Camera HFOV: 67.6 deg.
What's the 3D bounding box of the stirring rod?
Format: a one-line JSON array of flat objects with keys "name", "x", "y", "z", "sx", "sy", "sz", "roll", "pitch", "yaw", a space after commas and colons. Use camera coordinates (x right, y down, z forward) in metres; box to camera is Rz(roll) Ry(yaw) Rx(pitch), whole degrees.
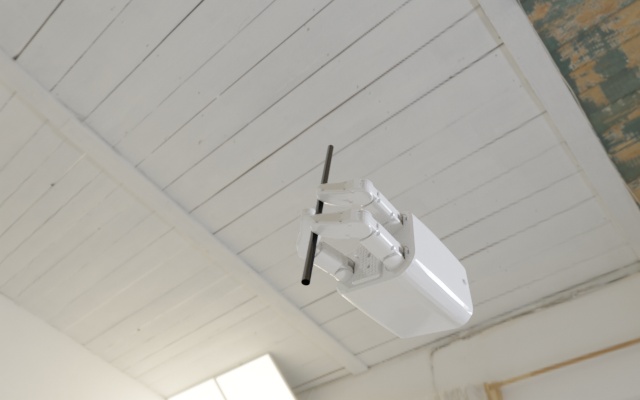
[{"name": "stirring rod", "x": 0.000, "y": 0.002, "z": 0.510, "sx": 0.011, "sy": 0.011, "sz": 0.239, "roll": 0, "pitch": 35, "yaw": 8}]
